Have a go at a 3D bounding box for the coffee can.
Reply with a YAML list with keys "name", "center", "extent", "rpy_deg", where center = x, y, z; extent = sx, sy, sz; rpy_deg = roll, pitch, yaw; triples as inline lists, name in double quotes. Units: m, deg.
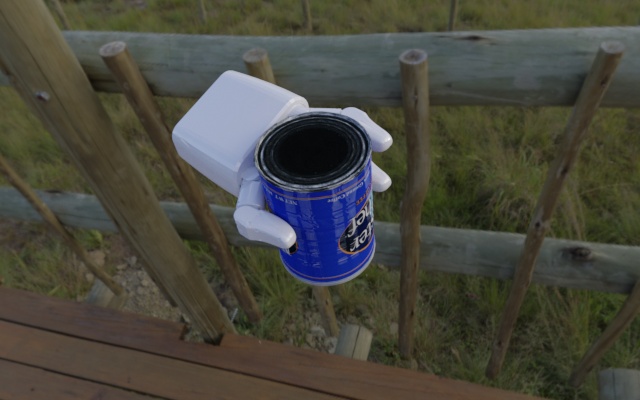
- name: "coffee can"
  center: [0.000, 0.002, 0.460]
  extent: [0.103, 0.102, 0.140]
  rpy_deg: [0, -42, 8]
